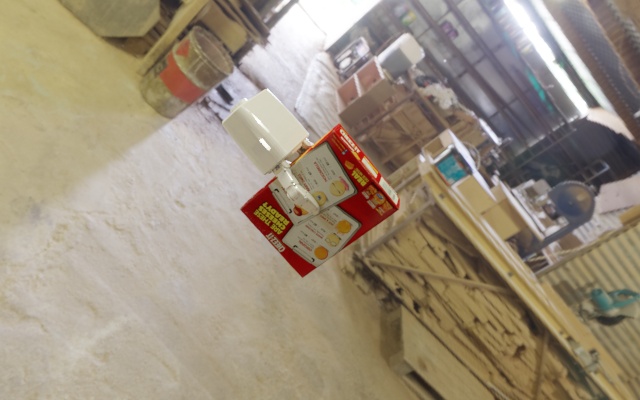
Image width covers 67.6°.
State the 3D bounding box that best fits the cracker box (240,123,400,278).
[{"bbox_3d":[0.000,0.003,0.801,0.214,0.164,0.072,-38,9,22],"label":"cracker box"}]
